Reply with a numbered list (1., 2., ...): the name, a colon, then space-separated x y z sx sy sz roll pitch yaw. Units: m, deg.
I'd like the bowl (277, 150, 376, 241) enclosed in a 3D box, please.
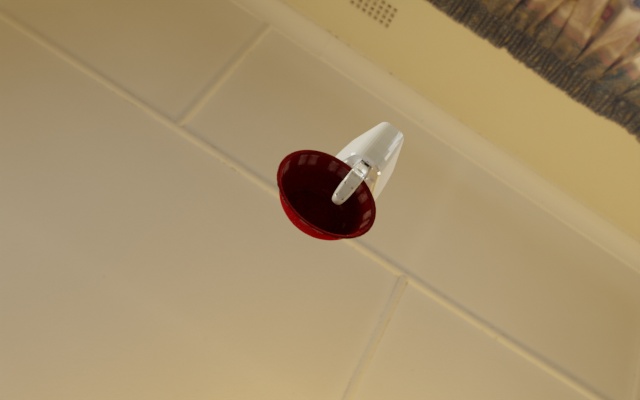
1. bowl: -0.001 0.003 0.706 0.162 0.162 0.055 0 -37 -35
